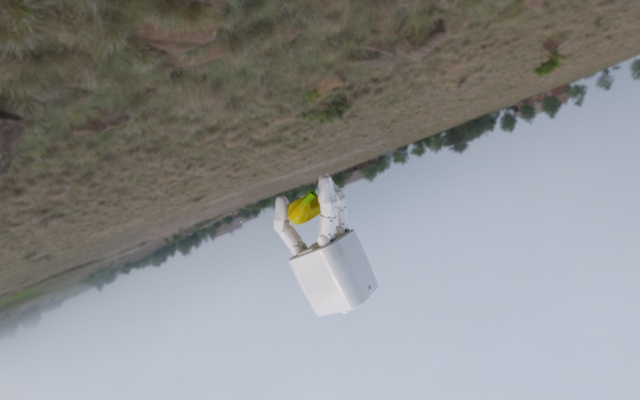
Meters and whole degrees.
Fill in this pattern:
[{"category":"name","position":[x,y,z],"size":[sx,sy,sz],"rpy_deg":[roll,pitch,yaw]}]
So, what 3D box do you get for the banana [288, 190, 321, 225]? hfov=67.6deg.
[{"category":"banana","position":[-0.017,0.012,0.797],"size":[0.069,0.037,0.198],"rpy_deg":[-29,-2,8]}]
